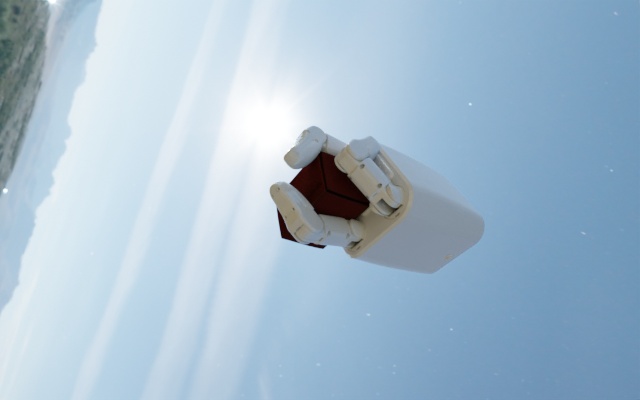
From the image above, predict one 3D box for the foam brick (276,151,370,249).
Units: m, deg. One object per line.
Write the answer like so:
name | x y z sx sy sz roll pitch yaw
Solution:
foam brick | 0.000 0.002 0.456 0.051 0.053 0.078 18 -46 -32
